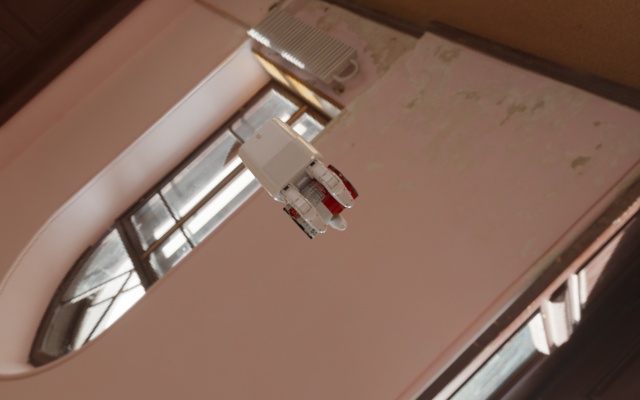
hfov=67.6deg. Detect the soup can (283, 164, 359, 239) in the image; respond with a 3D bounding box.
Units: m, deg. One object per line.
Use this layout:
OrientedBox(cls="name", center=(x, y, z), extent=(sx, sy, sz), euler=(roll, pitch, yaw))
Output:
OrientedBox(cls="soup can", center=(0.000, 0.003, 0.743), extent=(0.102, 0.068, 0.068), euler=(-43, 4, -4))
